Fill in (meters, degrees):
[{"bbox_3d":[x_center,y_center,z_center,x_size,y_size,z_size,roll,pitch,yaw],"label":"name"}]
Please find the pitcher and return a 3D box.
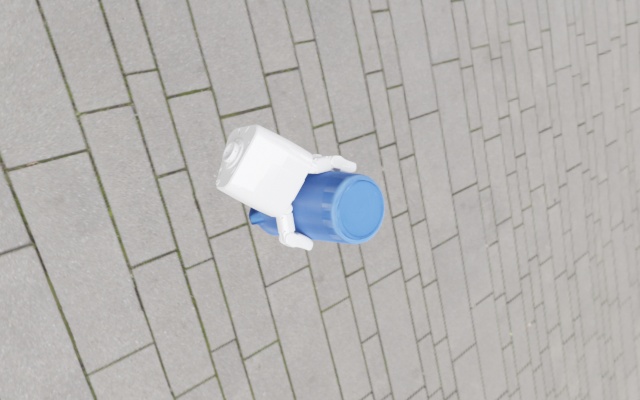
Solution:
[{"bbox_3d":[0.000,0.003,0.821,0.145,0.149,0.243,28,-13,-34],"label":"pitcher"}]
